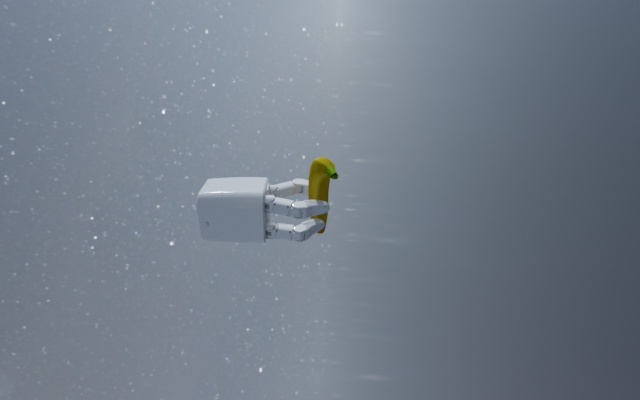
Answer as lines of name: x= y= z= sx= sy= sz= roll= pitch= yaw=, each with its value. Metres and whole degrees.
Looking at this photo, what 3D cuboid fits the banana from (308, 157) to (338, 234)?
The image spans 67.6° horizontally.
banana: x=-0.001 y=-0.015 z=0.792 sx=0.037 sy=0.069 sz=0.198 roll=-2 pitch=-29 yaw=-6
